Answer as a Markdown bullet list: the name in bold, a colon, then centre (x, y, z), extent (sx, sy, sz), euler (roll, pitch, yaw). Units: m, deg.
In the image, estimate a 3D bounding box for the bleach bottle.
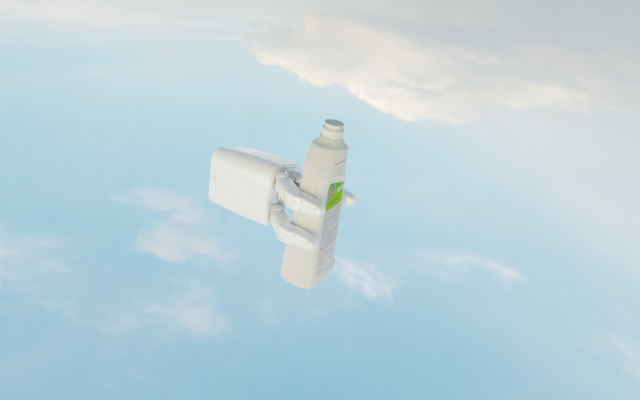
- **bleach bottle**: centre (0.000, 0.002, 0.702), extent (0.068, 0.251, 0.102), euler (21, 28, 17)
